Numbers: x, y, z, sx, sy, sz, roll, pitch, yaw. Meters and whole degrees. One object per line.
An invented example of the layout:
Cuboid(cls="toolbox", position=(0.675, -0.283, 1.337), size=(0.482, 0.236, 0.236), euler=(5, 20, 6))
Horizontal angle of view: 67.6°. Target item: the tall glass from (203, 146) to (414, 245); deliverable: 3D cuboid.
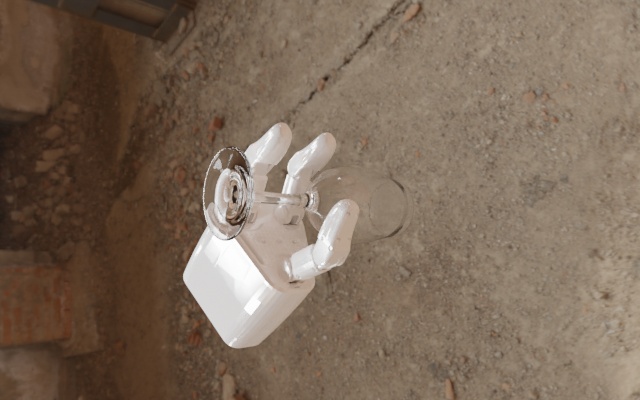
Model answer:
Cuboid(cls="tall glass", position=(0.000, 0.001, 0.438), size=(0.201, 0.079, 0.079), euler=(5, -3, -41))
